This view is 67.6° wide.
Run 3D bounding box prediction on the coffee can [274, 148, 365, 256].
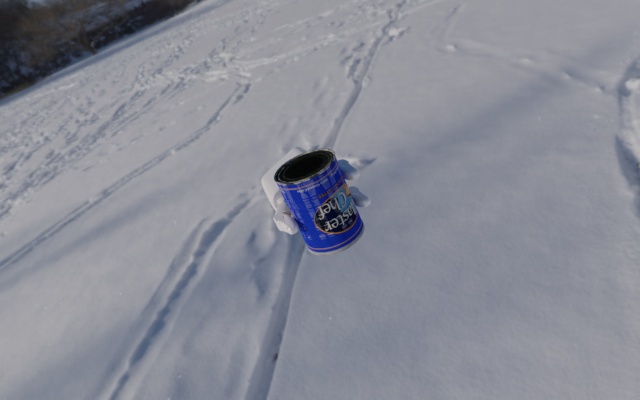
[{"bbox_3d":[0.000,0.003,0.765,0.103,0.140,0.102,-19,28,10],"label":"coffee can"}]
